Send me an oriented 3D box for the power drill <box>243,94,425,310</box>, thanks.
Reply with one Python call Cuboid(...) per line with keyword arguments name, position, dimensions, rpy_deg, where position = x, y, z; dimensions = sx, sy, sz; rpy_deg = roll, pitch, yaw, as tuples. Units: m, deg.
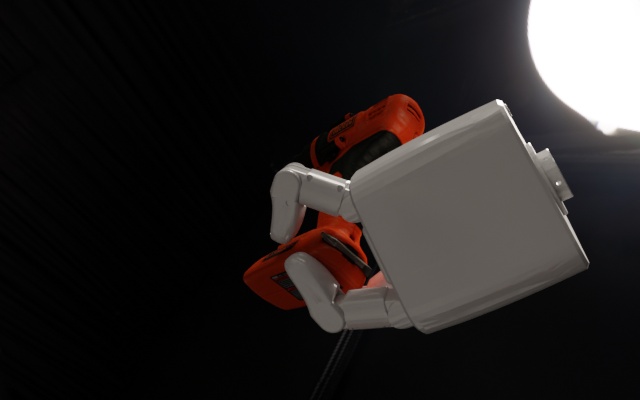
Cuboid(name="power drill", position=(0.000, 0.002, 0.430), dimensions=(0.057, 0.187, 0.184), rpy_deg=(39, -41, -22))
